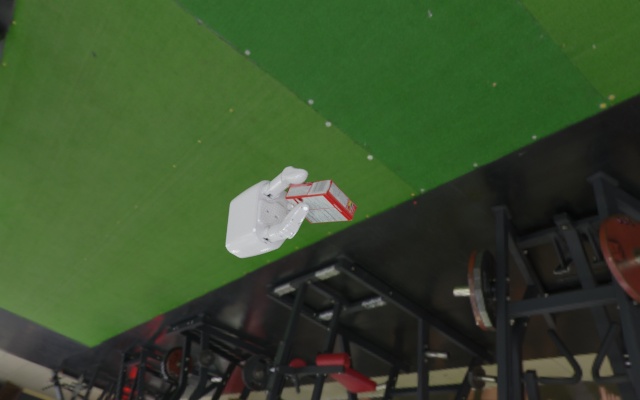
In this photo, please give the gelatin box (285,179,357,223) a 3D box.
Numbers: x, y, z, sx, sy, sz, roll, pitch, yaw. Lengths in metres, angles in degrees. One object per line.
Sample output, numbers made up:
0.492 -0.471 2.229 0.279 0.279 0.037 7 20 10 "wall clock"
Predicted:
0.000 0.003 0.745 0.089 0.030 0.073 -6 -38 41 "gelatin box"
